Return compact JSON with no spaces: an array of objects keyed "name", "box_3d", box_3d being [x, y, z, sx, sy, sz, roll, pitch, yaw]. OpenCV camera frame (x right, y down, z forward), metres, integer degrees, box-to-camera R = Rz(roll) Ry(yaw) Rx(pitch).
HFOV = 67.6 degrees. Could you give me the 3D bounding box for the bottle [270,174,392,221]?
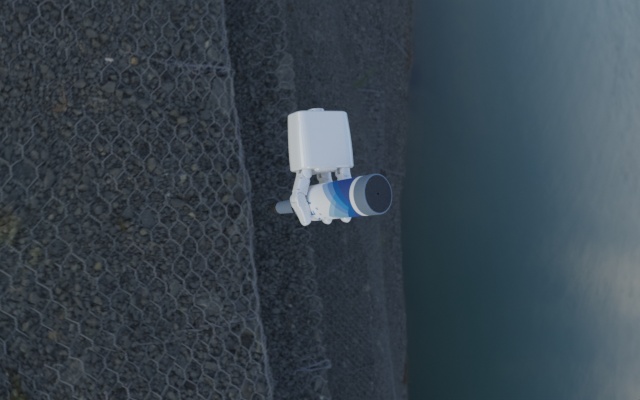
[{"name":"bottle","box_3d":[0.000,0.003,0.882,0.069,0.069,0.296,0,-5,-40]}]
